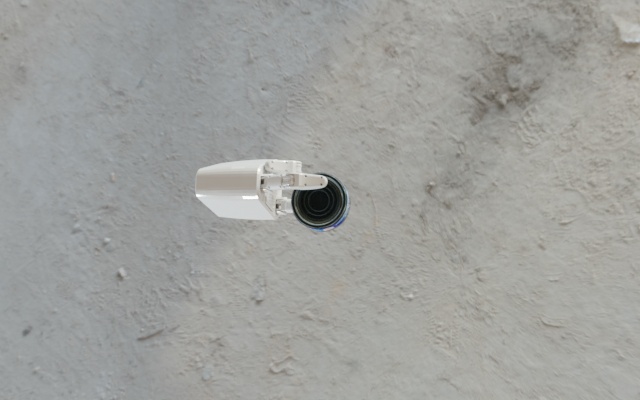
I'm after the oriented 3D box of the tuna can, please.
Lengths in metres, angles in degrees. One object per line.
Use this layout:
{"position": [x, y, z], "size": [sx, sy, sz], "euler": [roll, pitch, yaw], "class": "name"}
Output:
{"position": [0.000, 0.002, 0.708], "size": [0.086, 0.086, 0.034], "euler": [0, -9, 11], "class": "tuna can"}
